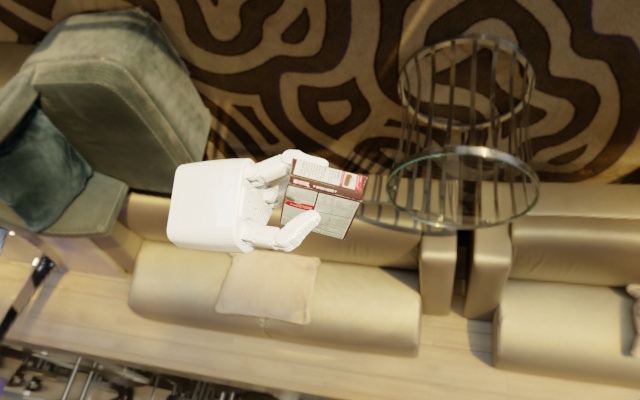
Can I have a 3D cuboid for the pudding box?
[{"bbox_3d":[0.000,0.002,0.585,0.090,0.039,0.113,13,-28,-3],"label":"pudding box"}]
